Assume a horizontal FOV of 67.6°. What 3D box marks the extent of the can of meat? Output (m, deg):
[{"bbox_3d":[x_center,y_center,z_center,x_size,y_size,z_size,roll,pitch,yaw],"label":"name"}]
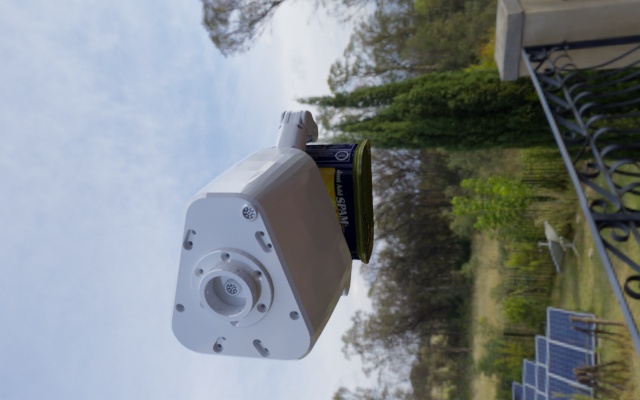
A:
[{"bbox_3d":[0.000,0.001,0.409,0.084,0.102,0.057,0,21,14],"label":"can of meat"}]
